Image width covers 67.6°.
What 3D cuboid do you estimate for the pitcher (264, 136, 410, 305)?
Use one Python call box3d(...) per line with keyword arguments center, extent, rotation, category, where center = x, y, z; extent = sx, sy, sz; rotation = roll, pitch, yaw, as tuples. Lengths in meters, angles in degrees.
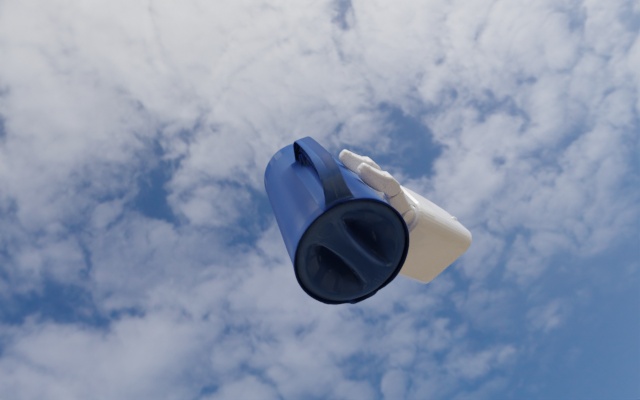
box3d(center=(0.000, 0.002, 0.606), extent=(0.145, 0.149, 0.242), rotation=(22, 16, -27), category="pitcher")
